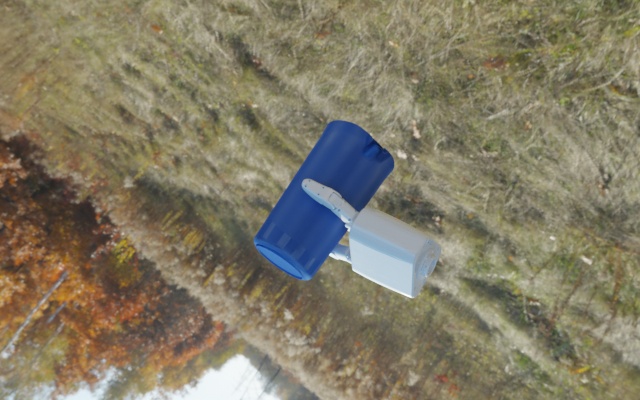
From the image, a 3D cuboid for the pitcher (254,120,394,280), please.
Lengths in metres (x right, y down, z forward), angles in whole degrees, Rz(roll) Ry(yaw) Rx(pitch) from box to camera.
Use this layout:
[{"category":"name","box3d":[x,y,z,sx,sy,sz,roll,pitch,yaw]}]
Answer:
[{"category":"pitcher","box3d":[0.000,0.003,0.772,0.145,0.242,0.149,25,-21,28]}]
